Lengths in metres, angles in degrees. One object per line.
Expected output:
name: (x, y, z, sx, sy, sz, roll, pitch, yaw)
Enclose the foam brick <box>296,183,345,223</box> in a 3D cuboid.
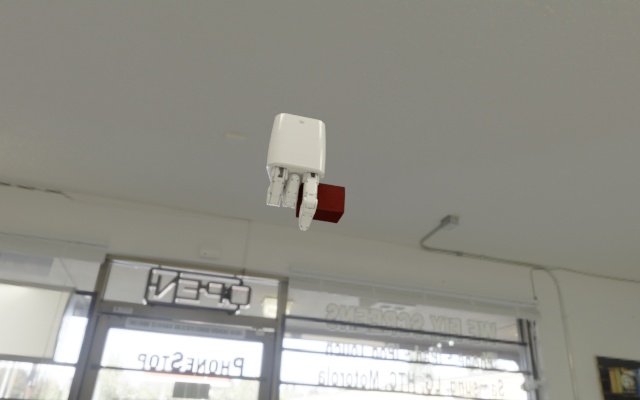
foam brick: (0.000, 0.003, 0.839, 0.078, 0.051, 0.053, 9, -26, -12)
